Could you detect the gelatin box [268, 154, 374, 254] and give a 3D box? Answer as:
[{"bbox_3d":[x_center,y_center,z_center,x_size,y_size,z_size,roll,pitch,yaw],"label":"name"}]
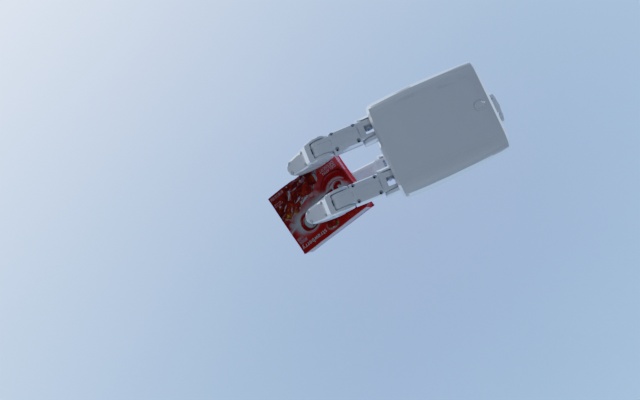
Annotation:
[{"bbox_3d":[0.000,0.002,0.507,0.089,0.073,0.030,-38,-12,15],"label":"gelatin box"}]
